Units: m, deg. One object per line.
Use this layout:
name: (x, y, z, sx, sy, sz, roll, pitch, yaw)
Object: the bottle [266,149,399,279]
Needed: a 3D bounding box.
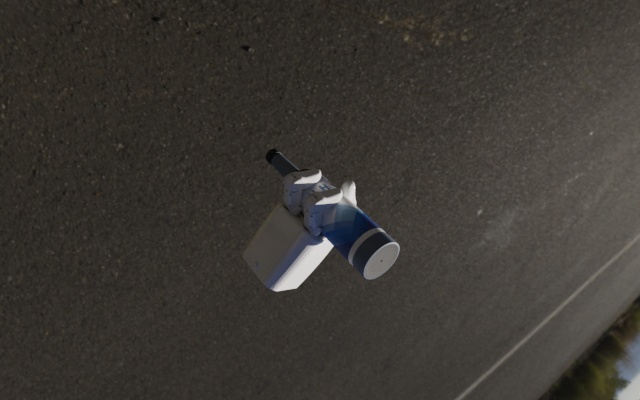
bottle: (0.000, 0.003, 0.750, 0.069, 0.069, 0.295, 0, 34, -44)
